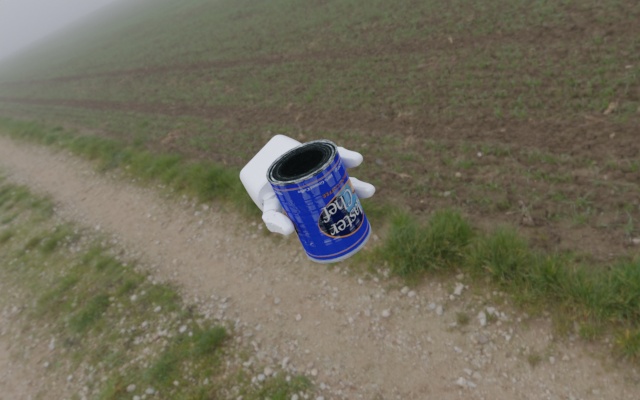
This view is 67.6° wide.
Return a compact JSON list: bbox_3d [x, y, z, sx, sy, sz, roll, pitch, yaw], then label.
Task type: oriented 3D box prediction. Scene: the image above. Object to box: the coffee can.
[{"bbox_3d":[0.000,0.002,0.663,0.103,0.140,0.102,-18,31,11],"label":"coffee can"}]
